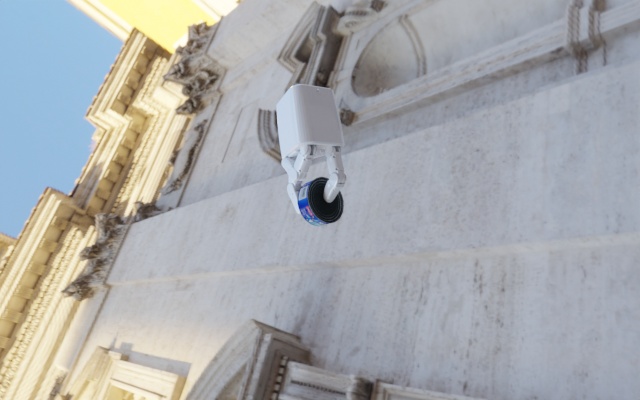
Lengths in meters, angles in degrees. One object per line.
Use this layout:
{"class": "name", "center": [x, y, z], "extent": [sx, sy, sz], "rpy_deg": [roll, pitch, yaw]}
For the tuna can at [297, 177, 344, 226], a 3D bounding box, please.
{"class": "tuna can", "center": [0.000, 0.003, 0.863], "extent": [0.086, 0.086, 0.034], "rpy_deg": [0, -14, -42]}
